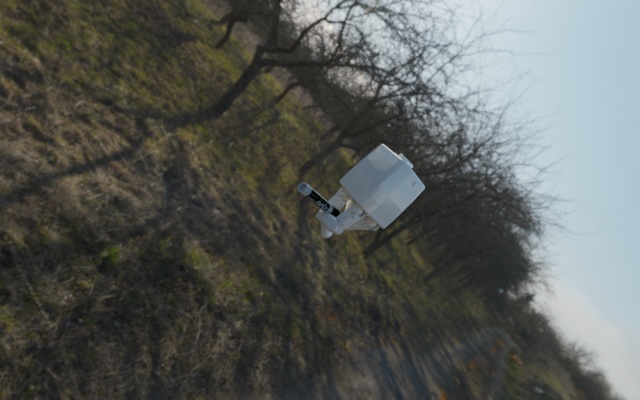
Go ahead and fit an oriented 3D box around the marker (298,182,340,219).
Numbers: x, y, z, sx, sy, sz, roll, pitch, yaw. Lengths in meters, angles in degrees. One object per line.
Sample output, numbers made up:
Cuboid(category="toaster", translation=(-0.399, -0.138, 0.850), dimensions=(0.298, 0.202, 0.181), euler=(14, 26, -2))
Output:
Cuboid(category="marker", translation=(0.000, 0.003, 0.821), dimensions=(0.020, 0.020, 0.121), euler=(0, -24, 33))
